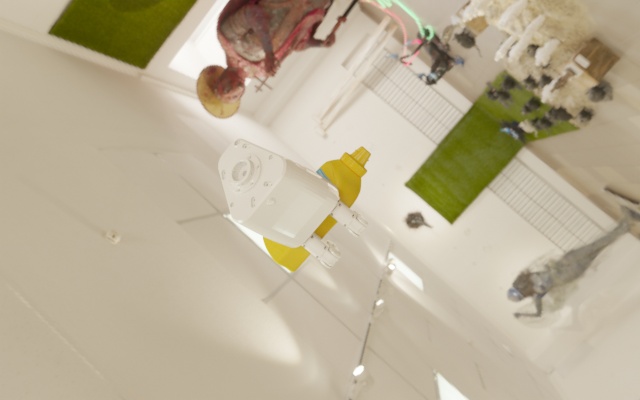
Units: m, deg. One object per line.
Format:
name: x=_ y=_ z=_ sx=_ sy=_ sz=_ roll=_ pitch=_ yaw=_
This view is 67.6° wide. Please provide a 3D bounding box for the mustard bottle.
mustard bottle: x=0.000 y=0.003 z=0.663 sx=0.058 sy=0.191 sz=0.096 roll=36 pitch=10 yaw=-26
